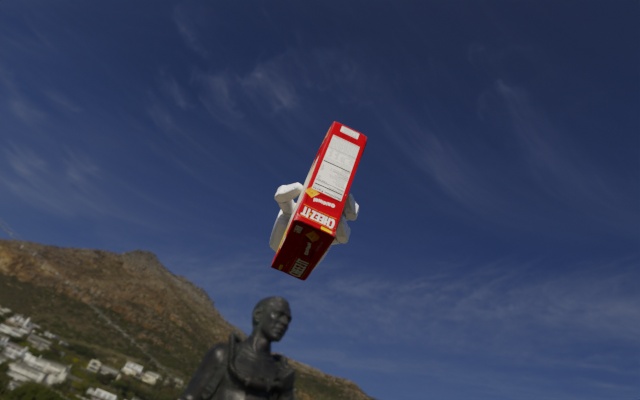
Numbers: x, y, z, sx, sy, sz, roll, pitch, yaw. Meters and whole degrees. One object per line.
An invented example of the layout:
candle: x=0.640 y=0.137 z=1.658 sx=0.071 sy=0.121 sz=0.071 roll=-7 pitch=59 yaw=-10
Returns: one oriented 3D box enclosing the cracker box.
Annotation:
cracker box: x=0.000 y=0.002 z=0.791 sx=0.072 sy=0.213 sz=0.164 roll=23 pitch=-36 yaw=-4
